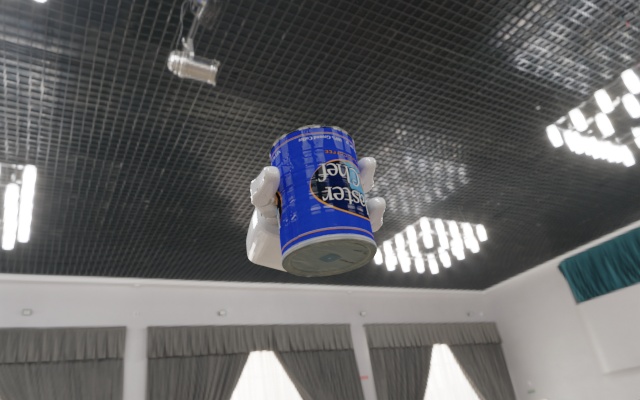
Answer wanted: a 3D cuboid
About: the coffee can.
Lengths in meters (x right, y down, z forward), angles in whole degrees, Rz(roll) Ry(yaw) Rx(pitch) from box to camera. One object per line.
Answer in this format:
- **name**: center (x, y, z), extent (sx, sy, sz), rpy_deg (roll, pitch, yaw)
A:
- **coffee can**: center (0.000, 0.002, 0.536), extent (0.103, 0.140, 0.103), rpy_deg (-7, -27, -4)
